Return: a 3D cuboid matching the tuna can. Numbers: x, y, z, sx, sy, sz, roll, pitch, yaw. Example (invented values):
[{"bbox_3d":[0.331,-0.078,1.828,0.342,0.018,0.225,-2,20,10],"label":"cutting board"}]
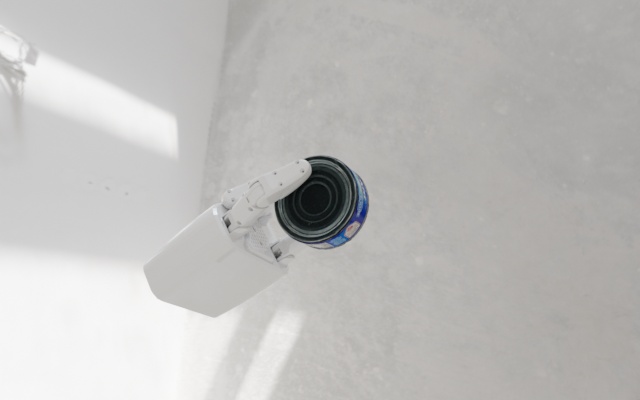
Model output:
[{"bbox_3d":[0.000,0.001,0.449,0.086,0.086,0.034,0,-14,23],"label":"tuna can"}]
